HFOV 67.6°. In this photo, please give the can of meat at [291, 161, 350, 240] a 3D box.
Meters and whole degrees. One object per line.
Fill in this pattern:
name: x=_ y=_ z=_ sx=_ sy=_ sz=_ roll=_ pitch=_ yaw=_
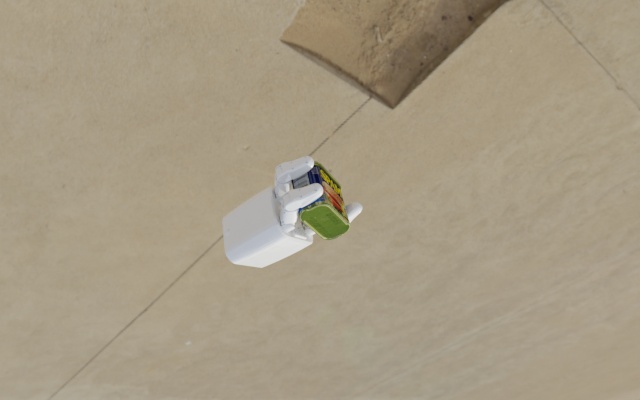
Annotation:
can of meat: x=0.000 y=0.003 z=0.739 sx=0.057 sy=0.084 sz=0.102 roll=-27 pitch=-40 yaw=17
